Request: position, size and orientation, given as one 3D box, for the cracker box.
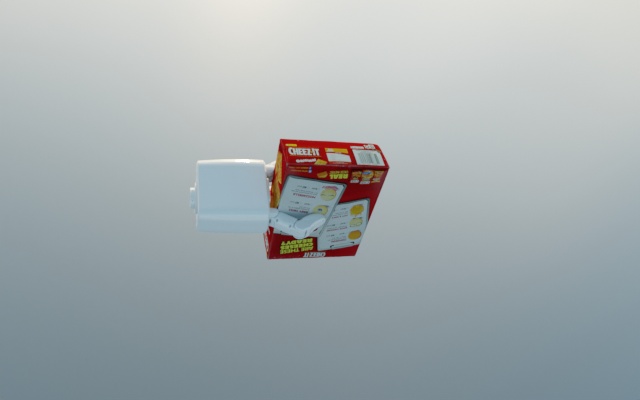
[{"bbox_3d":[0.000,0.003,0.788,0.164,0.214,0.072,0,45,-17],"label":"cracker box"}]
